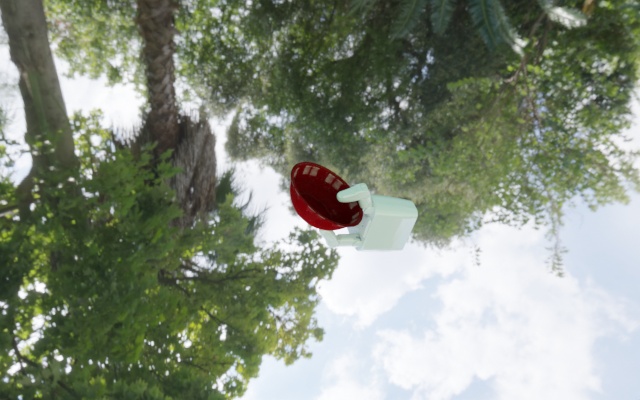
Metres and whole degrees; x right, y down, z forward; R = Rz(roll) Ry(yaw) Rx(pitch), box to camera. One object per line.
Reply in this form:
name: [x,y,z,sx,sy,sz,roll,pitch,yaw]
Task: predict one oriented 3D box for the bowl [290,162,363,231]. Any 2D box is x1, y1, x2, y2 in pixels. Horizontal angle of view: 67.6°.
bowl: [-0.001,0.003,0.897,0.162,0.162,0.055,0,-41,-48]
